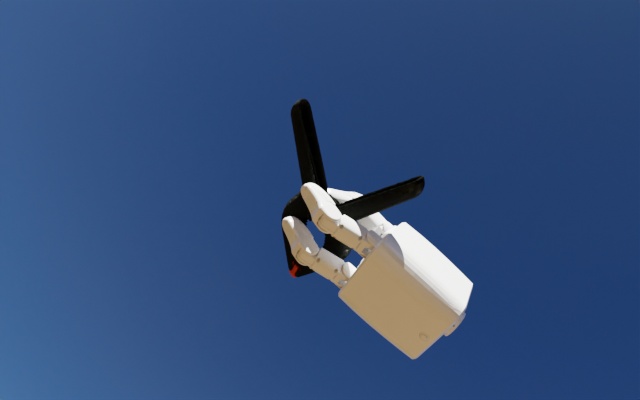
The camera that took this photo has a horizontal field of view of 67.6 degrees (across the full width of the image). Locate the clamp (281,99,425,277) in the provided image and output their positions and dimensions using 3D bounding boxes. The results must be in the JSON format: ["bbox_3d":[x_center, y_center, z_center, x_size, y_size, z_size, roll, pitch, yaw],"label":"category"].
[{"bbox_3d":[0.000,0.002,0.541,0.164,0.210,0.036,42,38,14],"label":"clamp"}]
